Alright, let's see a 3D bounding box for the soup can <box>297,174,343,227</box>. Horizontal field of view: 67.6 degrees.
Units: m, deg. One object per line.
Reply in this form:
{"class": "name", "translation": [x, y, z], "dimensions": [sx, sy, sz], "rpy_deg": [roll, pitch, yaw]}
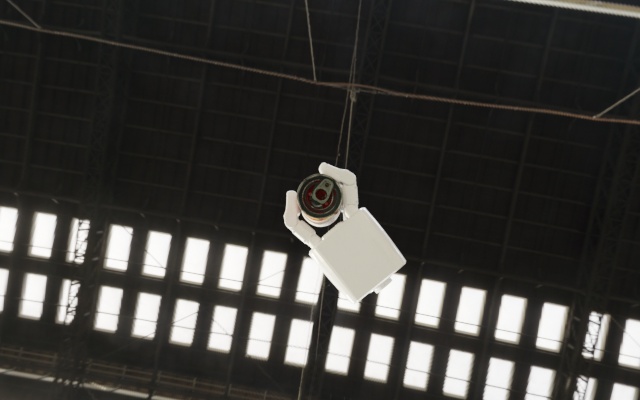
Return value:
{"class": "soup can", "translation": [0.000, 0.002, 0.751], "dimensions": [0.068, 0.068, 0.102], "rpy_deg": [0, -10, 1]}
